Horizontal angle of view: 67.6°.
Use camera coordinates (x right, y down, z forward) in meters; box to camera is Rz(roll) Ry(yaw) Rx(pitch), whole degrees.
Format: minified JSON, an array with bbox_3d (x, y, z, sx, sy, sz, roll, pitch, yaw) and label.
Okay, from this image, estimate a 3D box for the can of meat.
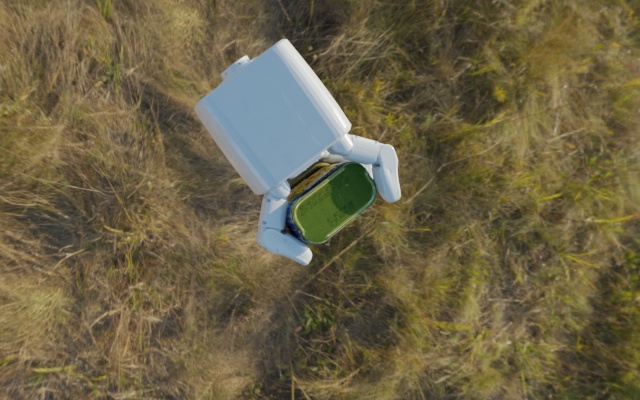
[{"bbox_3d":[0.000,0.002,0.512,0.102,0.057,0.084,-38,13,-18],"label":"can of meat"}]
